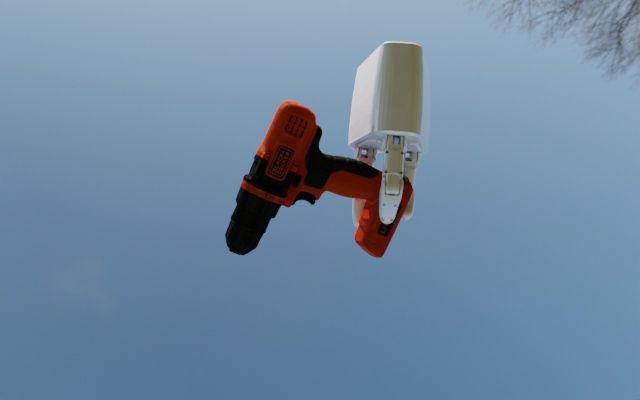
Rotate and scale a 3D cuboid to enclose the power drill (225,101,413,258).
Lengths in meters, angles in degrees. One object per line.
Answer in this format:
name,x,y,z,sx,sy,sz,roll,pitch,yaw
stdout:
power drill,0.001,0.002,0.559,0.188,0.184,0.057,22,7,-19
